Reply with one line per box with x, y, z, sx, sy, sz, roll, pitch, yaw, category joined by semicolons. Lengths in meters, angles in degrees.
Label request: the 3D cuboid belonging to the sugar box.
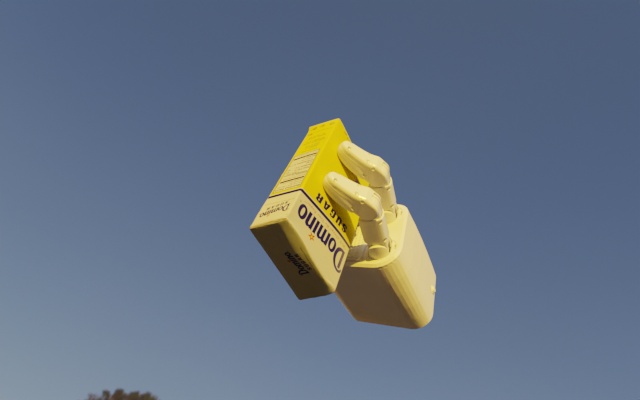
0.001;0.001;0.476;0.048;0.093;0.176;-16;31;27;sugar box
